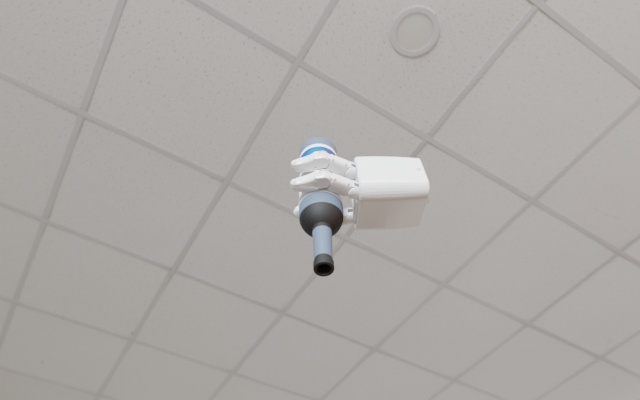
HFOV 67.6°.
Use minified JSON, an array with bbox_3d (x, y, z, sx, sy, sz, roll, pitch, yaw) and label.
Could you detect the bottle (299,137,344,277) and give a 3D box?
[{"bbox_3d":[0.000,0.002,0.735,0.069,0.069,0.295,0,36,-2],"label":"bottle"}]
